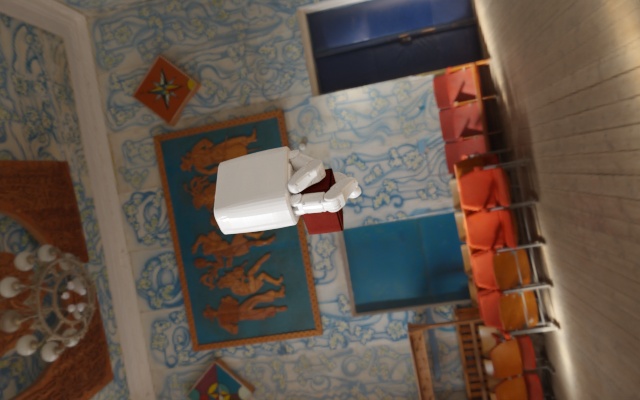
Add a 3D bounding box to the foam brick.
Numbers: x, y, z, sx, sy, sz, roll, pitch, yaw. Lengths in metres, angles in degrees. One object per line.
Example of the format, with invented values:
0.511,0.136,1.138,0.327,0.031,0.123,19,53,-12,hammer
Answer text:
0.000,0.003,0.683,0.051,0.078,0.053,-10,36,9,foam brick
